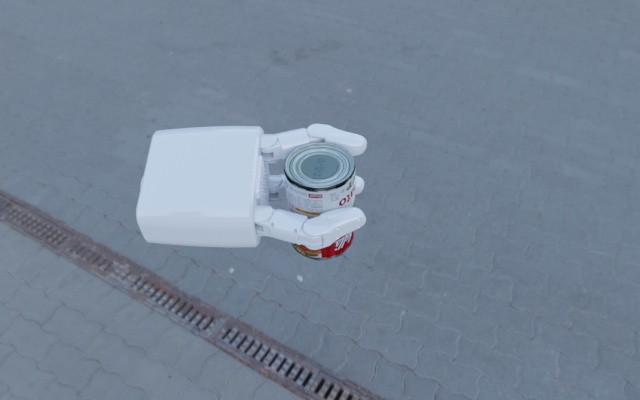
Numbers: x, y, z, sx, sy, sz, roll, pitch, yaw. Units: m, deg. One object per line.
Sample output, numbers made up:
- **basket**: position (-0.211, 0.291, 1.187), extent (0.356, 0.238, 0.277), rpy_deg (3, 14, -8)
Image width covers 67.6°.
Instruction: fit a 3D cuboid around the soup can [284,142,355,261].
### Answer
- **soup can**: position (0.001, 0.001, 0.471), extent (0.068, 0.068, 0.102), rpy_deg (0, -44, 2)
